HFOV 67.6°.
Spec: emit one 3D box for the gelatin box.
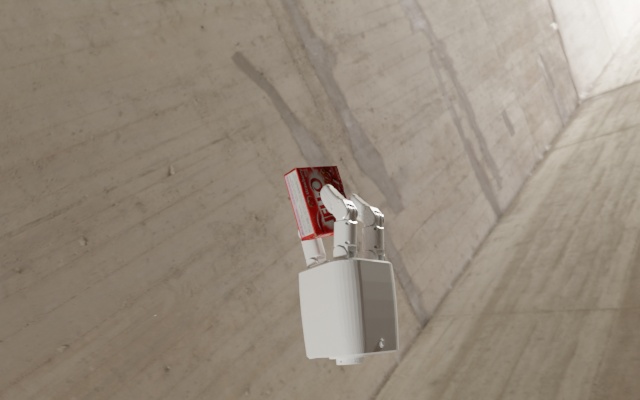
[{"bbox_3d":[0.000,0.002,0.602,0.073,0.089,0.030,-7,-14,-44],"label":"gelatin box"}]
